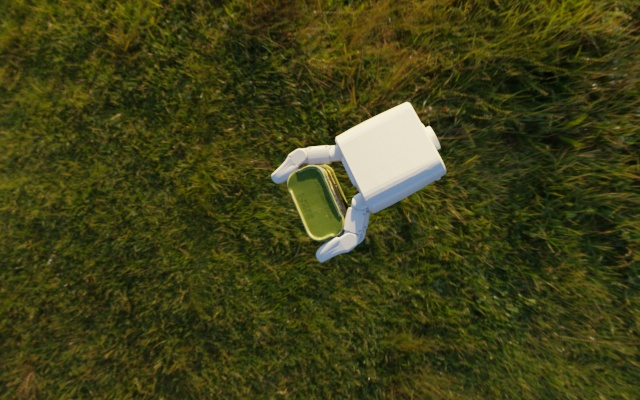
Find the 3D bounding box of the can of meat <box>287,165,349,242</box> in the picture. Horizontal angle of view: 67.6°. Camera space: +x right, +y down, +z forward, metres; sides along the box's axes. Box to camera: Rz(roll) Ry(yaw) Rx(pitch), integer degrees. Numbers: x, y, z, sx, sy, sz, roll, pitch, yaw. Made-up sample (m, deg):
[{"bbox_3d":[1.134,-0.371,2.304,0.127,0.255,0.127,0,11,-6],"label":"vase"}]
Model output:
[{"bbox_3d":[0.000,0.002,0.640,0.057,0.102,0.084,-24,-2,9],"label":"can of meat"}]
